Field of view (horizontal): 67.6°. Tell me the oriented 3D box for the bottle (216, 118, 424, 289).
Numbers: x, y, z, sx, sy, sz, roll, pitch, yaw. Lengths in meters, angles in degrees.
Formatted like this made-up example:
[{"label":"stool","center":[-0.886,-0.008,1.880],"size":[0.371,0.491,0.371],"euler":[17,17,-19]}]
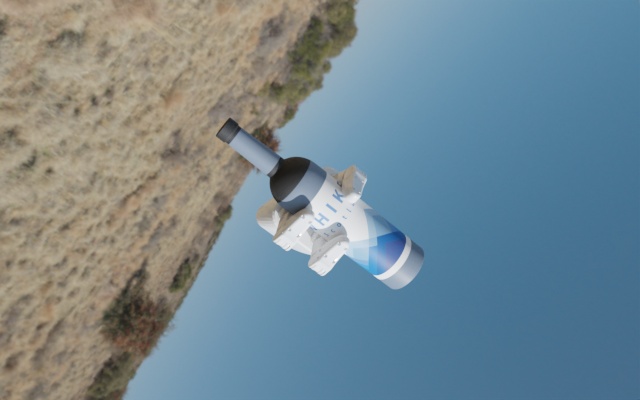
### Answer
[{"label":"bottle","center":[0.000,0.002,0.586],"size":[0.296,0.069,0.069],"euler":[38,-12,-16]}]
